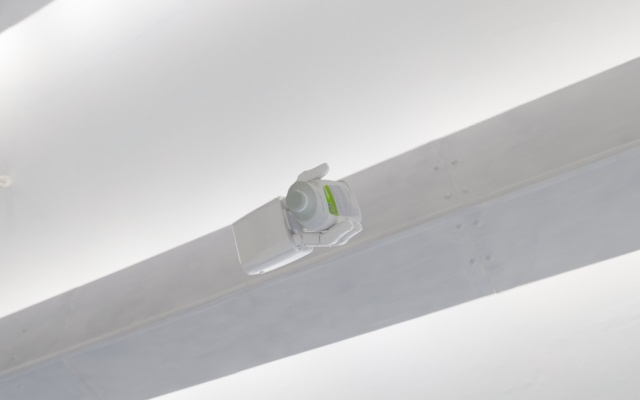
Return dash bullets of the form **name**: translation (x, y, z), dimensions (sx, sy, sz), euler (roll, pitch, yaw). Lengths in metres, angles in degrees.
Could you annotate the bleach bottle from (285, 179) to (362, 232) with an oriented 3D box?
- **bleach bottle**: translation (0.000, 0.003, 0.814), dimensions (0.068, 0.102, 0.251), euler (-27, -13, 15)
